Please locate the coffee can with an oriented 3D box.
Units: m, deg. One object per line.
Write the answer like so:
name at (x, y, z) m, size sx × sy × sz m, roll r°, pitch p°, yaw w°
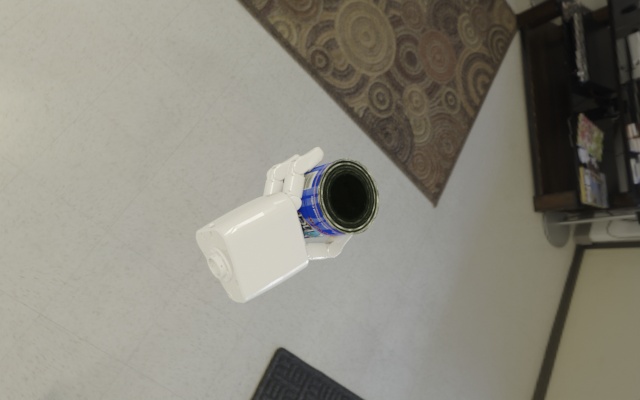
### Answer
coffee can at (0.000, 0.002, 0.687) m, size 0.103 × 0.103 × 0.140 m, roll 0°, pitch -7°, yaw -35°
